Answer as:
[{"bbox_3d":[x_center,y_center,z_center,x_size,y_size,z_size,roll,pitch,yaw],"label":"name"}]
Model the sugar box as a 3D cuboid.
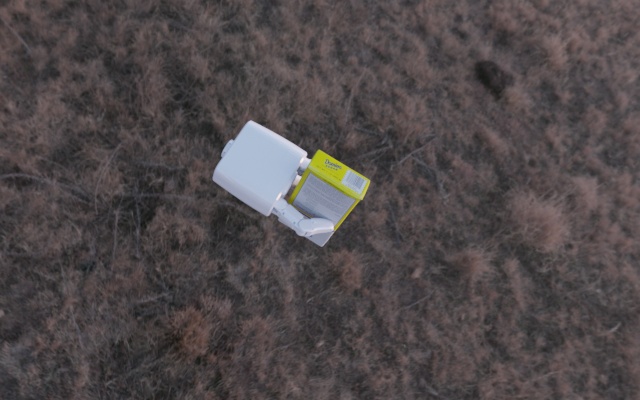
[{"bbox_3d":[0.000,0.002,0.762,0.093,0.048,0.176,32,-32,-2],"label":"sugar box"}]
